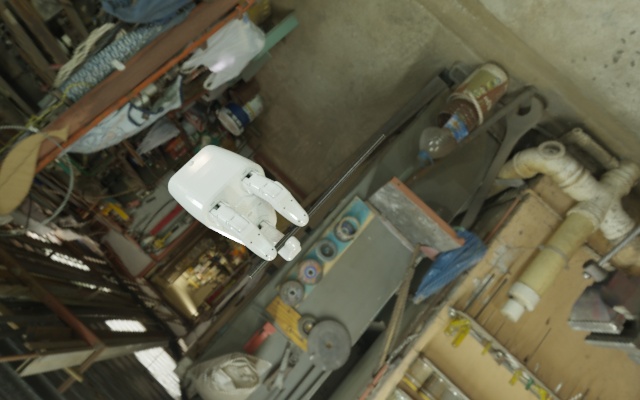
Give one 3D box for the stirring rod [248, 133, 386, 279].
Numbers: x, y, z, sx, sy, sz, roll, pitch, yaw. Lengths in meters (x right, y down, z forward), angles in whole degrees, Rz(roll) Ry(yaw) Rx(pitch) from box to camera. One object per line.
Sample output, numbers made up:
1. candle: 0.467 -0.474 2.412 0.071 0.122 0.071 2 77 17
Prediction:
1. stirring rod: 0.000 0.002 0.572 0.239 0.011 0.011 -47 16 -16
